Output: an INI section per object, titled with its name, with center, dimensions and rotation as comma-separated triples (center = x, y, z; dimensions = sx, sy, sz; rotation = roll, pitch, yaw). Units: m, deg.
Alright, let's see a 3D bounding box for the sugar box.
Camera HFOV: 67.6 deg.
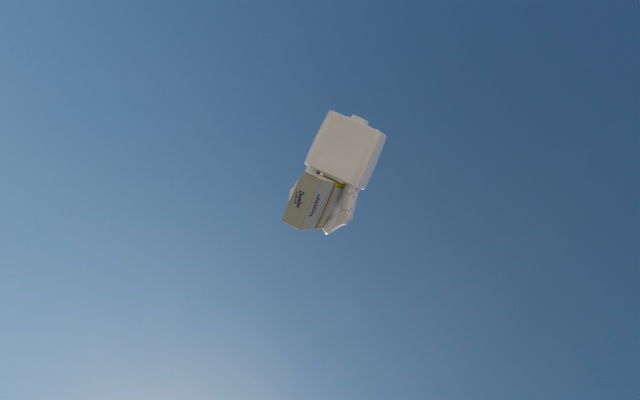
[sugar box]
center = 0.000, 0.002, 0.854
dimensions = 0.048, 0.093, 0.176
rotation = 26, 7, 22
